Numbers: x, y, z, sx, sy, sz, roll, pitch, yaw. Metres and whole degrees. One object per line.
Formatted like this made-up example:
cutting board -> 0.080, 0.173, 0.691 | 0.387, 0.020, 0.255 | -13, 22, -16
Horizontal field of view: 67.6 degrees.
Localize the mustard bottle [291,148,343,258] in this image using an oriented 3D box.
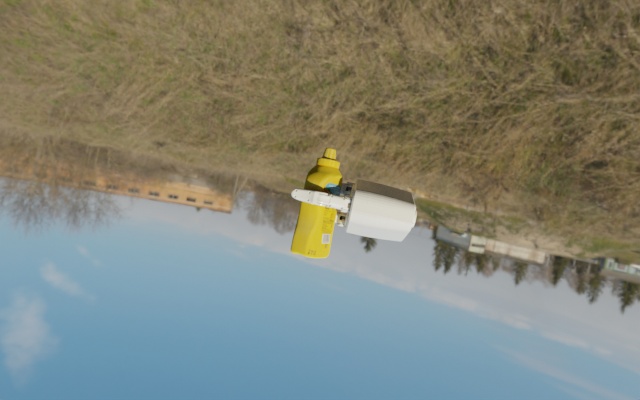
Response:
mustard bottle -> 0.000, 0.003, 0.840 | 0.058, 0.191, 0.096 | 12, 0, 27
